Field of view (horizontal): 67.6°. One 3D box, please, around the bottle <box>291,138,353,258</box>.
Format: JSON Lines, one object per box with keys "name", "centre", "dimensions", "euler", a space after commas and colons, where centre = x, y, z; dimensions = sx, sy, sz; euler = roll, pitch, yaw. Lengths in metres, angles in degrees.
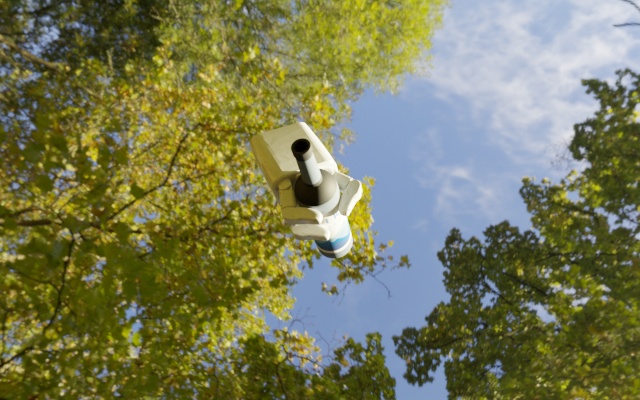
{"name": "bottle", "centre": [0.000, 0.003, 0.750], "dimensions": [0.069, 0.069, 0.296], "euler": [0, -30, 12]}
